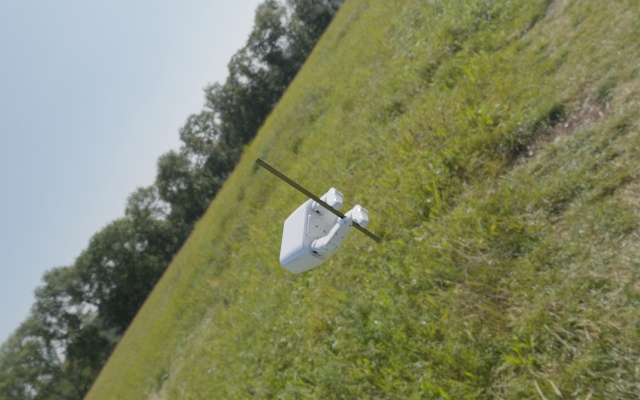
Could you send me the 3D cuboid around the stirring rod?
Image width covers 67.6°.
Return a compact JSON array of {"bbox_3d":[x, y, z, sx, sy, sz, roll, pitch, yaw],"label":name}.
[{"bbox_3d":[0.000,0.003,0.759,0.239,0.011,0.011,33,-10,-15],"label":"stirring rod"}]
